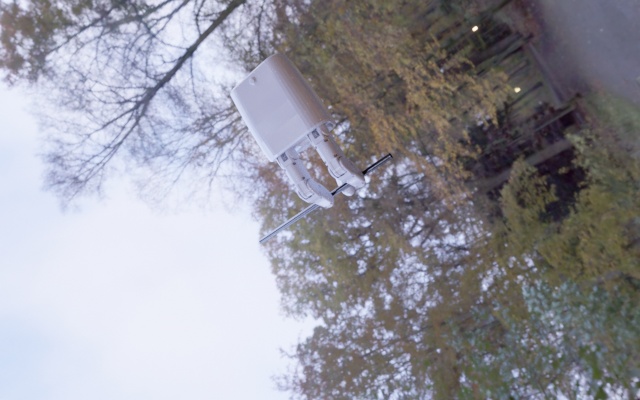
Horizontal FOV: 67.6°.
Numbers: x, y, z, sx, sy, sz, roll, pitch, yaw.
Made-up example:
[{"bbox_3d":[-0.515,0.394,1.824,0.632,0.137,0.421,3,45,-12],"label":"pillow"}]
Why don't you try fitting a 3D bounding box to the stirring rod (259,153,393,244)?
[{"bbox_3d":[0.000,0.002,0.662,0.239,0.011,0.011,-34,-17,27],"label":"stirring rod"}]
